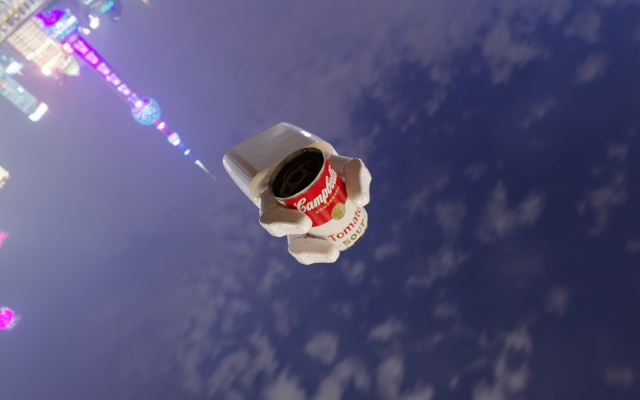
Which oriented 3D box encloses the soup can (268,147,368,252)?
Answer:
[{"bbox_3d":[0.001,0.002,0.515,0.068,0.068,0.102,0,-37,39],"label":"soup can"}]
